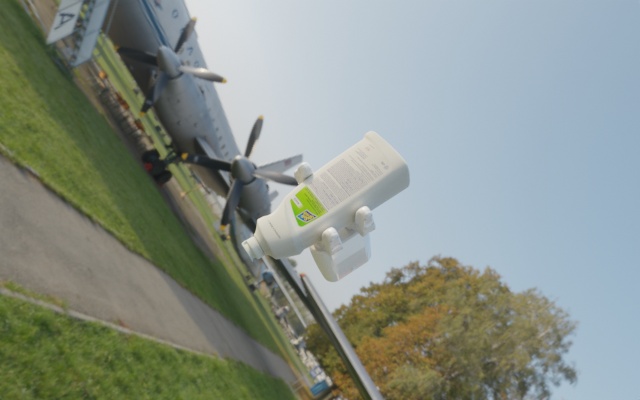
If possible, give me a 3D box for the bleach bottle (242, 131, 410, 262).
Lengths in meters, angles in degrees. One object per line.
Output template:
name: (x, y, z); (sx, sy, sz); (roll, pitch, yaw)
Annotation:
bleach bottle: (0.000, 0.002, 0.681); (0.251, 0.102, 0.068); (-31, -38, -11)
